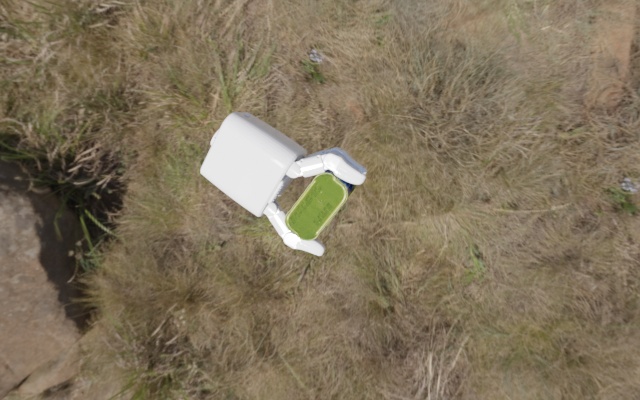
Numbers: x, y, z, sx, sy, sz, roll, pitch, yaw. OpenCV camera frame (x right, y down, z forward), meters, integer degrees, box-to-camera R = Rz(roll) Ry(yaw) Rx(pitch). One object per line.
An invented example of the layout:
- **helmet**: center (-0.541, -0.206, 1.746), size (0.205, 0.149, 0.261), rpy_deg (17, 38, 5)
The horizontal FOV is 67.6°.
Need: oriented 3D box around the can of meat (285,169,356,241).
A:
- **can of meat**: center (0.000, 0.002, 0.664), size (0.057, 0.102, 0.084), rpy_deg (38, 13, 1)
